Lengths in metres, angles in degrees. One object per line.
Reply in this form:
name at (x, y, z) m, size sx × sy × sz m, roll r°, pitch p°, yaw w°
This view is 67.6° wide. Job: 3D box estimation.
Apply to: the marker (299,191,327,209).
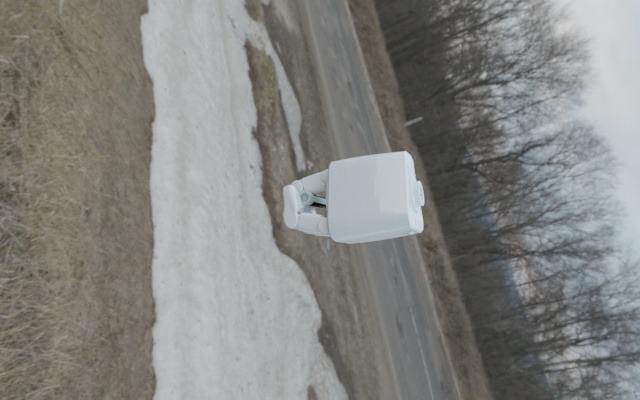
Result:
marker at (0.000, 0.002, 0.704) m, size 0.020 × 0.020 × 0.121 m, roll 0°, pitch -6°, yaw 22°
